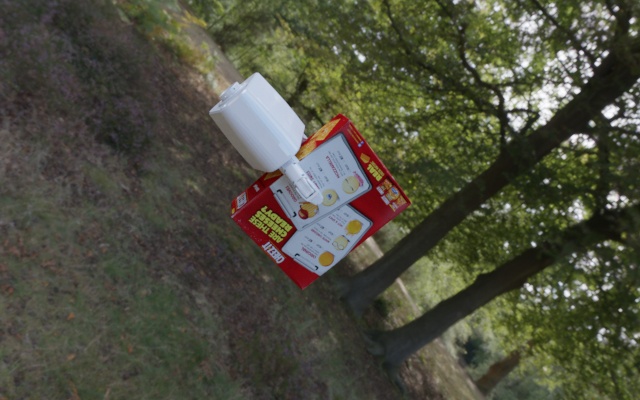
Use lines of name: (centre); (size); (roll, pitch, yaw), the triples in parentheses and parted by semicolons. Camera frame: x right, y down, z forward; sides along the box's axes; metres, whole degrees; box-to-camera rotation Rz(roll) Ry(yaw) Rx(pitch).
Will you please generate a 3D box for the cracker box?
cracker box: (0.000, 0.002, 0.712); (0.214, 0.164, 0.072); (-39, 22, 5)
